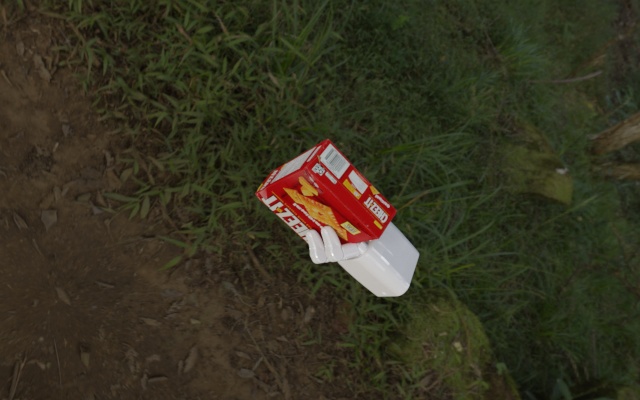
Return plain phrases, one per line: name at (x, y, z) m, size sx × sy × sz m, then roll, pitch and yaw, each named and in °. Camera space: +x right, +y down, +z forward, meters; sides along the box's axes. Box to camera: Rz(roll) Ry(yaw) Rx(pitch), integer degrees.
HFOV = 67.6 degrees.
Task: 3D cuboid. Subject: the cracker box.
cracker box at (0.000, 0.003, 0.812) m, size 0.164 × 0.072 × 0.214 m, roll 45°, pitch -28°, yaw -14°
